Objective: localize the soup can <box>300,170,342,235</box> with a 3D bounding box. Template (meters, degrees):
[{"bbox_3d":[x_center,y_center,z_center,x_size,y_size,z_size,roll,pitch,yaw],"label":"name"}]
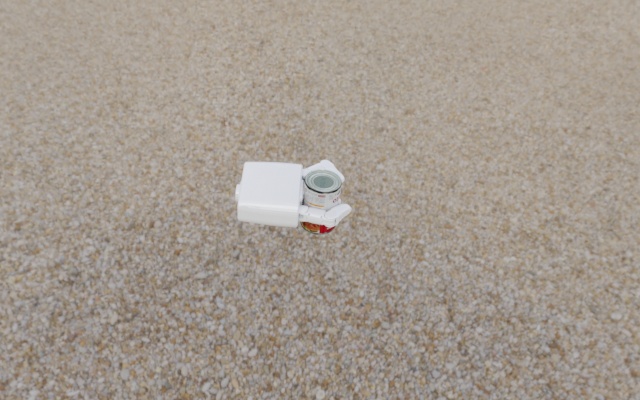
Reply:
[{"bbox_3d":[0.001,0.003,0.867,0.068,0.102,0.068,4,40,-3],"label":"soup can"}]
